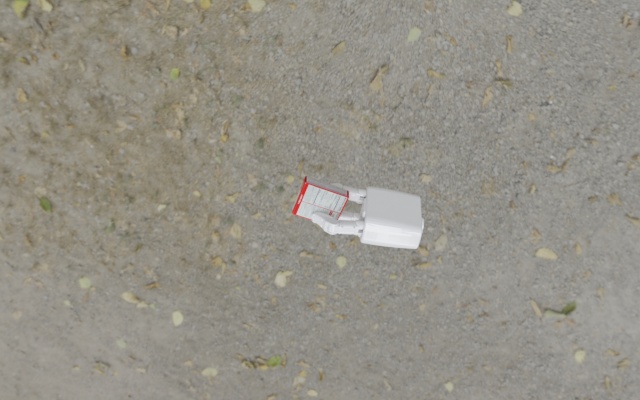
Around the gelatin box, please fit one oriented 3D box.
[{"bbox_3d":[0.000,0.003,0.892,0.089,0.073,0.030,18,29,-11],"label":"gelatin box"}]
